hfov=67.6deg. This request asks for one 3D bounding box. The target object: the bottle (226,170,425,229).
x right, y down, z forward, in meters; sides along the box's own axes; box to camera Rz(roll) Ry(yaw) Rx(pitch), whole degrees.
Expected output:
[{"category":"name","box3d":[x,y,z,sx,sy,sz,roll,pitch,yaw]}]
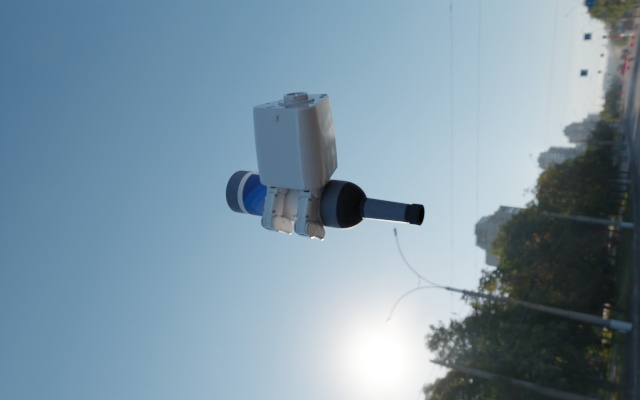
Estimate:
[{"category":"bottle","box3d":[0.000,0.002,0.669,0.295,0.069,0.069,7,4,31]}]
